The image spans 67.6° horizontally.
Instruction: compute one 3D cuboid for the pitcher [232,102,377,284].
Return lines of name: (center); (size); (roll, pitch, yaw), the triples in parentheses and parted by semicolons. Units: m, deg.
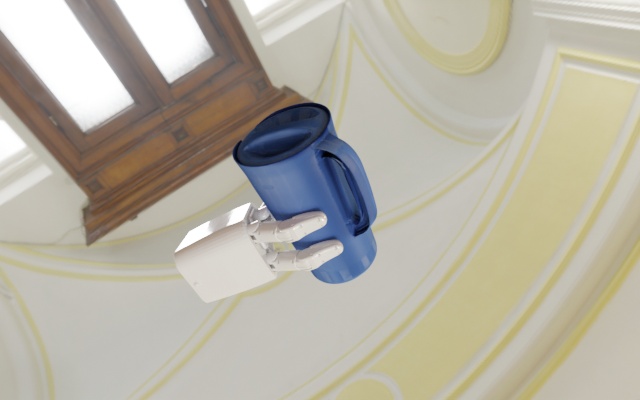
pitcher: (0.000, 0.002, 0.646); (0.145, 0.243, 0.149); (-22, 35, 7)
